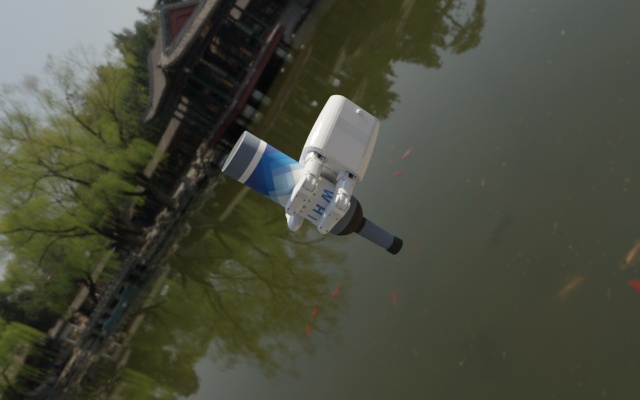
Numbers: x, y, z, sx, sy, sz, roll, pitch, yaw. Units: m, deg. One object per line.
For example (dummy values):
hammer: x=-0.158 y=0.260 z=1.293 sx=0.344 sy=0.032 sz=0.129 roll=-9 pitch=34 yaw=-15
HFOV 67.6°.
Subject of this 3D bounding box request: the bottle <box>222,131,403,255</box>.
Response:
bottle: x=0.000 y=0.002 z=0.711 sx=0.296 sy=0.069 sz=0.069 roll=30 pitch=-10 yaw=-17
